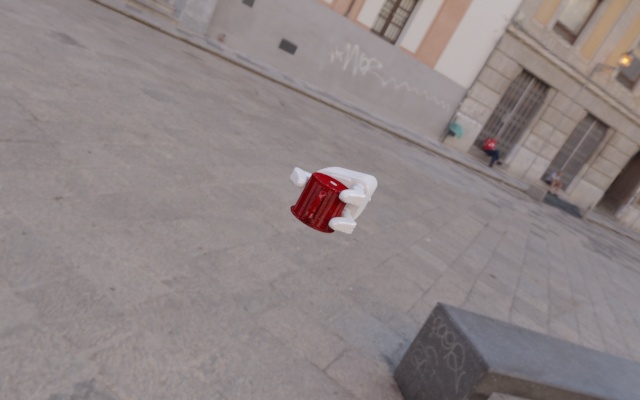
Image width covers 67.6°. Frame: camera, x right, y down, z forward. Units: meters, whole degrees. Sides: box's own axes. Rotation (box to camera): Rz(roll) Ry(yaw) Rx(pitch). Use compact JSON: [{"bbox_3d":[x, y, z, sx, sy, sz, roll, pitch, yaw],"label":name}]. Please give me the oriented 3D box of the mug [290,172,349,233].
[{"bbox_3d":[0.000,0.003,0.864,0.093,0.081,0.117,31,16,10],"label":"mug"}]
